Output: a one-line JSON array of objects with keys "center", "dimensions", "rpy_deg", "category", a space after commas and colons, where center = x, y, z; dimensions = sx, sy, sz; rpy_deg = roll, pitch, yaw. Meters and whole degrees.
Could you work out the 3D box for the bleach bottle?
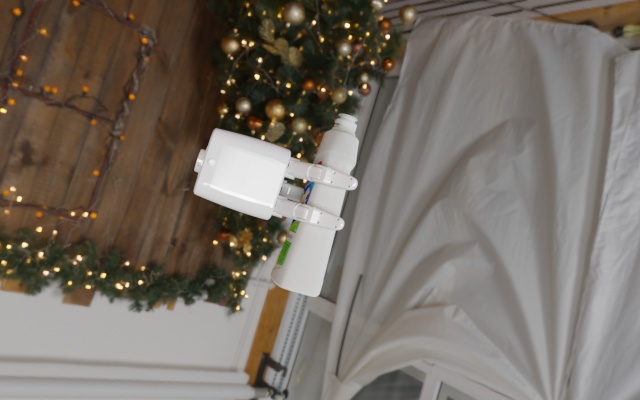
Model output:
[{"center": [0.000, 0.002, 0.674], "dimensions": [0.068, 0.251, 0.102], "rpy_deg": [18, -4, -11], "category": "bleach bottle"}]
